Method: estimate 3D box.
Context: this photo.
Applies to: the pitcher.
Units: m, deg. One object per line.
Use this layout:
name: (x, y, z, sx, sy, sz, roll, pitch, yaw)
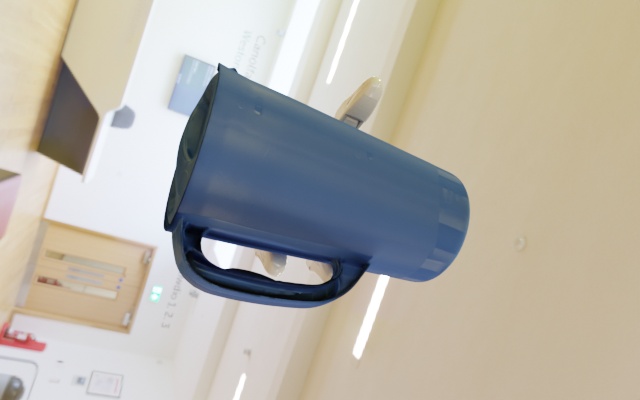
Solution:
pitcher: (0.000, 0.001, 0.401, 0.243, 0.149, 0.145, 18, 13, -21)
